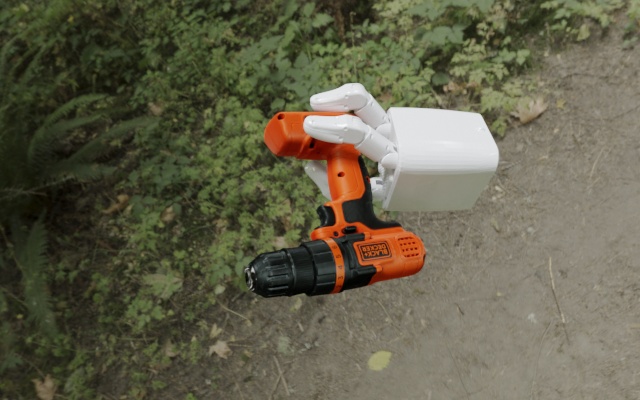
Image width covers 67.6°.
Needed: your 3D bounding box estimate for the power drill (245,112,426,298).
[{"bbox_3d":[0.000,0.001,0.478,0.184,0.187,0.057,-4,-25,-28],"label":"power drill"}]
